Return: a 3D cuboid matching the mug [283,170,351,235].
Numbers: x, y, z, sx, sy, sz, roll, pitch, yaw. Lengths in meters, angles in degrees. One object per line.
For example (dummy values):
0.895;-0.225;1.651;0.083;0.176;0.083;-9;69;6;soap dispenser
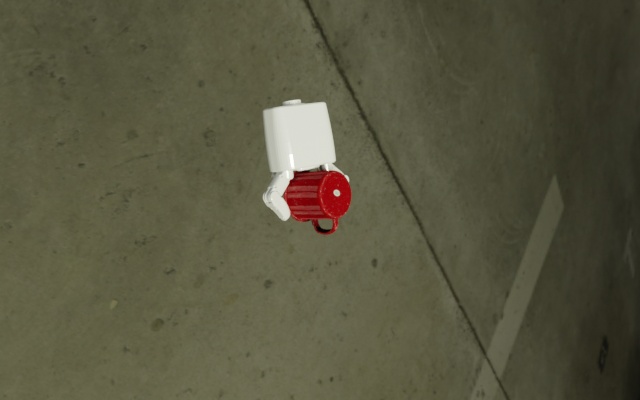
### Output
0.000;0.004;0.814;0.081;0.117;0.093;-1;13;44;mug
